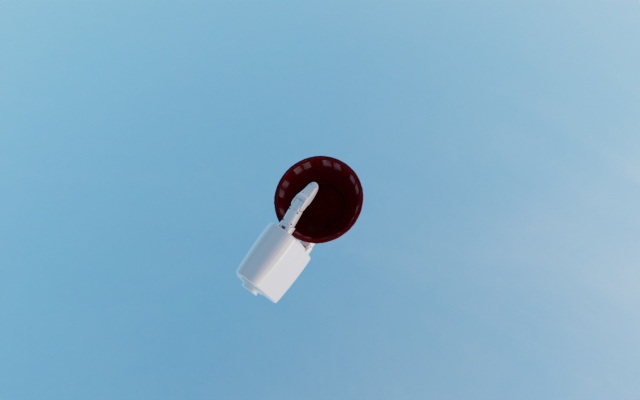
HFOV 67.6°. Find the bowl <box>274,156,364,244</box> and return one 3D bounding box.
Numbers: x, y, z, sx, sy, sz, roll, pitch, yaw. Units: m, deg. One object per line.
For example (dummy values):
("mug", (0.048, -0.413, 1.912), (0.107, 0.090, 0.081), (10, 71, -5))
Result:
("bowl", (0.001, 0.002, 0.870), (0.162, 0.162, 0.055), (0, -14, 11))
